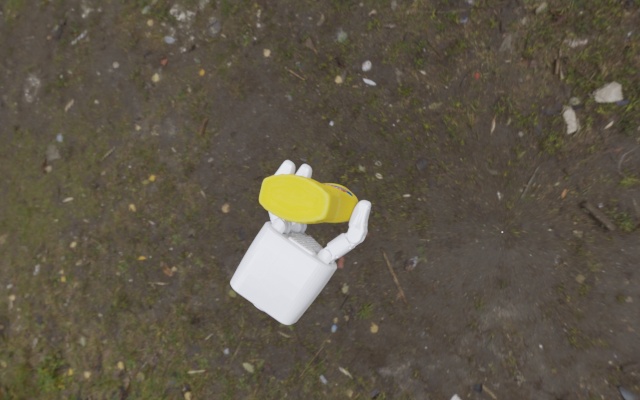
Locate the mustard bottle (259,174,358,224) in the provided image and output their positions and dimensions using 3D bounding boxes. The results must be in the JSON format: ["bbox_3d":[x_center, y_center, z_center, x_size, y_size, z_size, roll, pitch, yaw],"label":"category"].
[{"bbox_3d":[0.000,0.002,0.662,0.096,0.058,0.191,12,2,21],"label":"mustard bottle"}]
